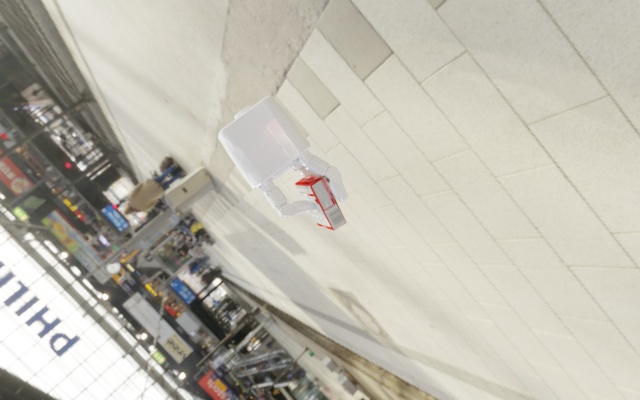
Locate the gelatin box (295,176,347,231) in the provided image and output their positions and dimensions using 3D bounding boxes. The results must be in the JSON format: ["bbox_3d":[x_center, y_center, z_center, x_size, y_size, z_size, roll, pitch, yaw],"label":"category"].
[{"bbox_3d":[0.000,0.003,0.793,0.030,0.089,0.073,-32,14,-17],"label":"gelatin box"}]
